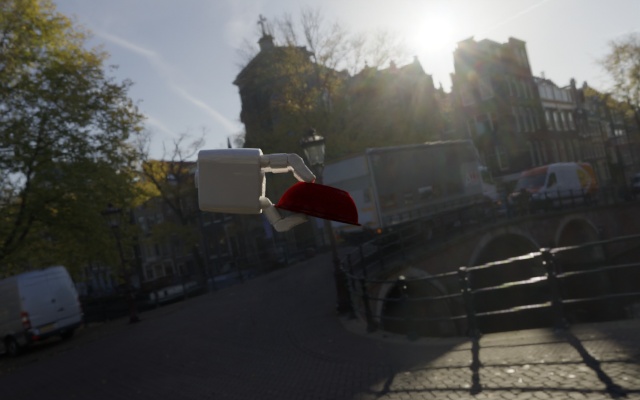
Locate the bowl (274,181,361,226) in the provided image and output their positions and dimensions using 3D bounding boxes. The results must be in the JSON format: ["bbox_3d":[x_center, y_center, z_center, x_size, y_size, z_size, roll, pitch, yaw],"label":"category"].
[{"bbox_3d":[0.001,0.003,0.855,0.162,0.055,0.162,13,-4,1],"label":"bowl"}]
